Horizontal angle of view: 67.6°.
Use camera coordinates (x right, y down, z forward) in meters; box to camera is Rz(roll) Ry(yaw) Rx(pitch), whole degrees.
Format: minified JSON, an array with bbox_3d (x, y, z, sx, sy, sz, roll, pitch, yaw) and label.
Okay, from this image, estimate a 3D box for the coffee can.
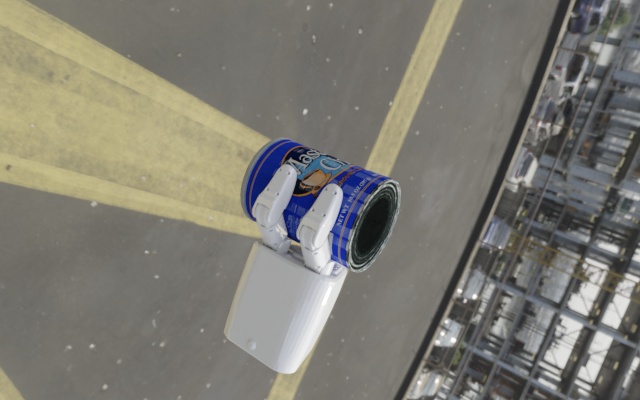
[{"bbox_3d":[0.000,0.001,0.514,0.140,0.103,0.103,24,12,28],"label":"coffee can"}]
